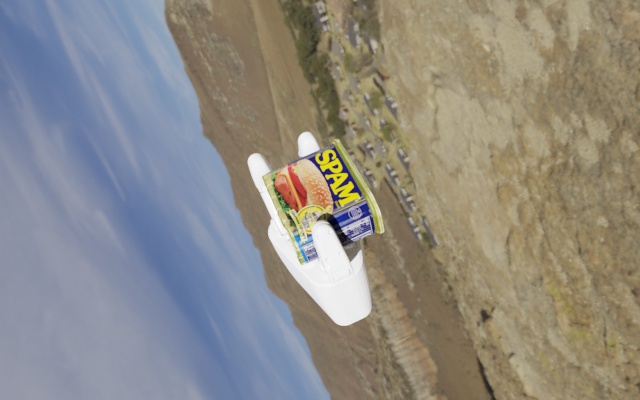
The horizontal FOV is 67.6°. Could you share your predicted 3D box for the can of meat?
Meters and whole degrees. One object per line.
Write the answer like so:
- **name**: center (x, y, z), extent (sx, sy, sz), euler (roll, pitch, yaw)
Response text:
- **can of meat**: center (0.000, 0.002, 0.456), extent (0.084, 0.102, 0.057), euler (-24, -36, -4)
